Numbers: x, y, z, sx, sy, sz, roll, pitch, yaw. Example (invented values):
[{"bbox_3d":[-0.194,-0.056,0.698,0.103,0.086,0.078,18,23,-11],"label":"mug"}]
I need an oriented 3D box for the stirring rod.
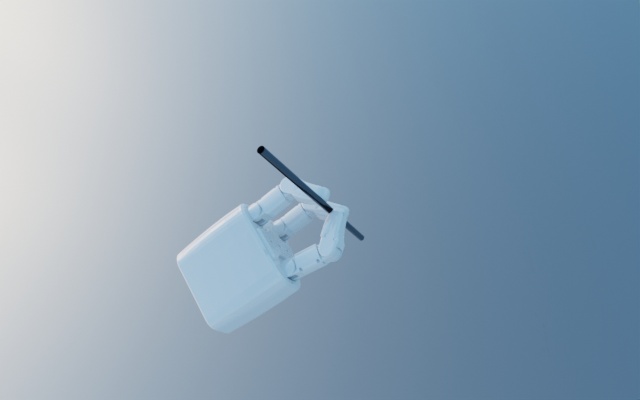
[{"bbox_3d":[0.000,0.002,0.517,0.011,0.011,0.240,0,-23,28],"label":"stirring rod"}]
